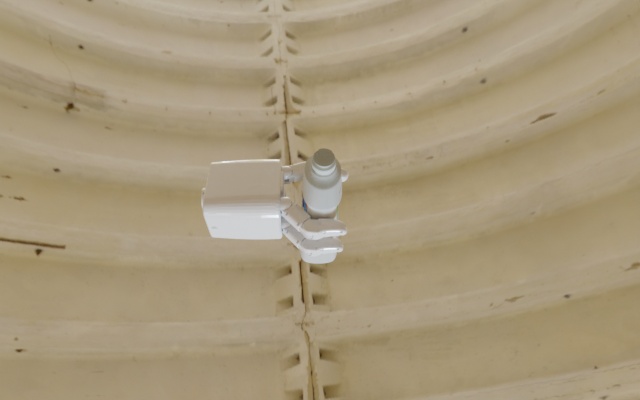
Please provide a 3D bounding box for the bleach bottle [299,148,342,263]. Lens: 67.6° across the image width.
[{"bbox_3d":[0.000,0.002,0.711,0.068,0.102,0.251,0,-31,-2],"label":"bleach bottle"}]
